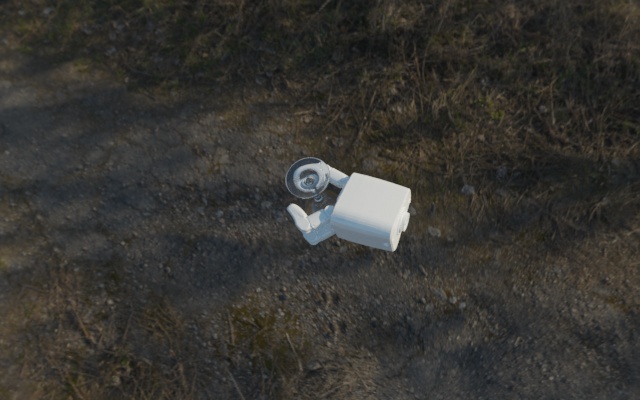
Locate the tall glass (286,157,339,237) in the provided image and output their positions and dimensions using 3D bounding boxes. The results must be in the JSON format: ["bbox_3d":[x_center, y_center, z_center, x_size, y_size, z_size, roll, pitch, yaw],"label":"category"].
[{"bbox_3d":[0.000,0.002,0.860,0.079,0.079,0.201,0,-24,13],"label":"tall glass"}]
